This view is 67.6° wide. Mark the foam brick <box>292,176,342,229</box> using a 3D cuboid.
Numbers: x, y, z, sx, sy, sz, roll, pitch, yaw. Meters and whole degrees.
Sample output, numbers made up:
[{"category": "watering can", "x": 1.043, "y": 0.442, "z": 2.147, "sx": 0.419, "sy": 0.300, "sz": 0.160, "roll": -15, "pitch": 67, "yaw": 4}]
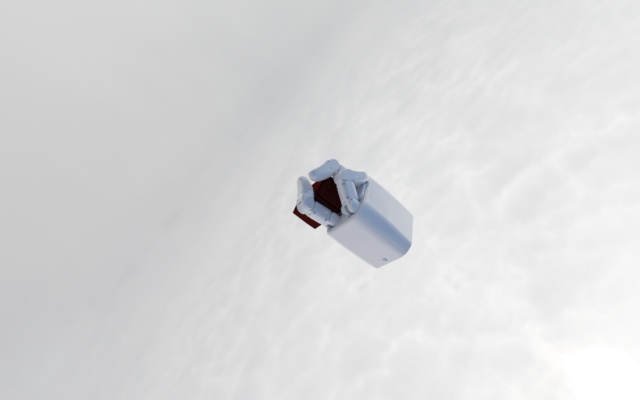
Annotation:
[{"category": "foam brick", "x": 0.000, "y": 0.003, "z": 0.789, "sx": 0.051, "sy": 0.053, "sz": 0.078, "roll": 37, "pitch": -40, "yaw": -15}]
